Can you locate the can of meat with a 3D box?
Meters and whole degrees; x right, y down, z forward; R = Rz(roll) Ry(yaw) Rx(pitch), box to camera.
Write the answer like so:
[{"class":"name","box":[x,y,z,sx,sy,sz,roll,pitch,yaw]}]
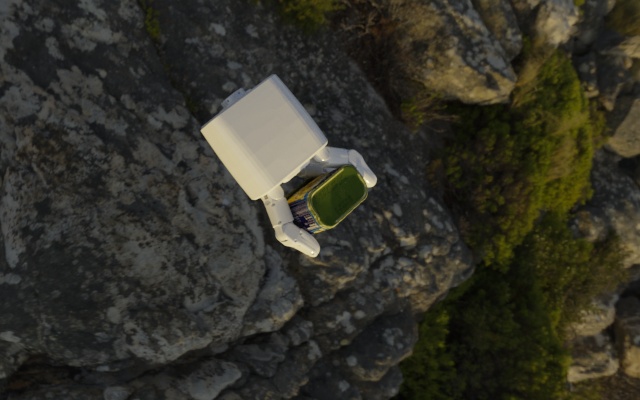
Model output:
[{"class":"can of meat","box":[0.000,0.002,0.614,0.102,0.057,0.084,-41,12,-37]}]
